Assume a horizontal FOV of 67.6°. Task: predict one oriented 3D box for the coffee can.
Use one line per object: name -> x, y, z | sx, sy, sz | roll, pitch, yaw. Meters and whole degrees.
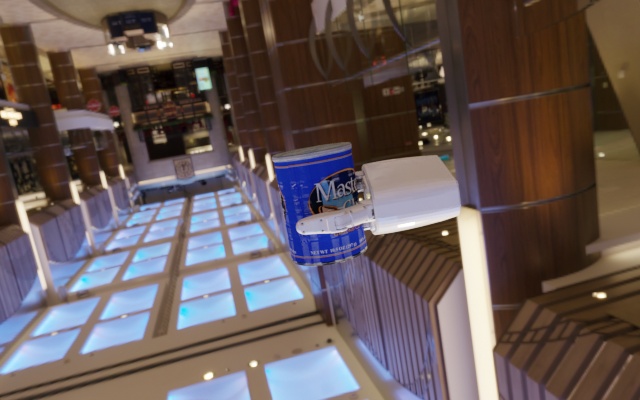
coffee can -> 0.000, 0.002, 0.622 | 0.103, 0.140, 0.103 | -10, 10, 2
